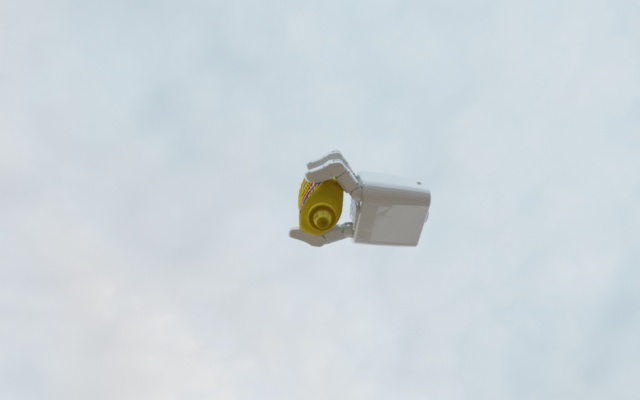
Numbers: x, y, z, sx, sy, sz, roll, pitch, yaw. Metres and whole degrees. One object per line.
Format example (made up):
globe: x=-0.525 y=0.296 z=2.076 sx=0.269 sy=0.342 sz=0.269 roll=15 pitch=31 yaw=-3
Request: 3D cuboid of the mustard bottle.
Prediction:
mustard bottle: x=0.000 y=0.002 z=0.750 sx=0.058 sy=0.096 sz=0.191 roll=29 pitch=14 yaw=-11
